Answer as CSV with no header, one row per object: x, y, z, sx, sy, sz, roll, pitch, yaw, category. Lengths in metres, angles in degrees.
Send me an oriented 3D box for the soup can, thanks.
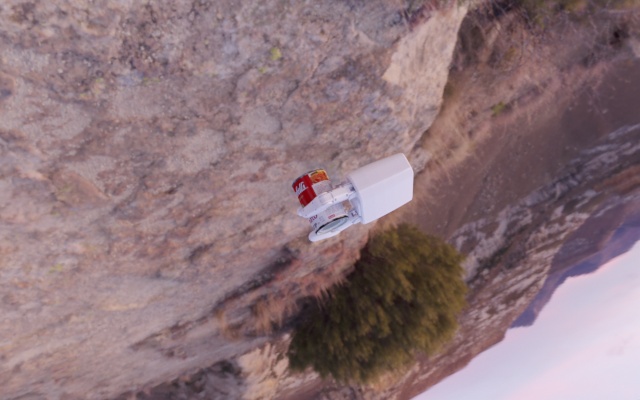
0.000,0.003,0.858,0.068,0.102,0.068,-25,-16,-8,soup can
